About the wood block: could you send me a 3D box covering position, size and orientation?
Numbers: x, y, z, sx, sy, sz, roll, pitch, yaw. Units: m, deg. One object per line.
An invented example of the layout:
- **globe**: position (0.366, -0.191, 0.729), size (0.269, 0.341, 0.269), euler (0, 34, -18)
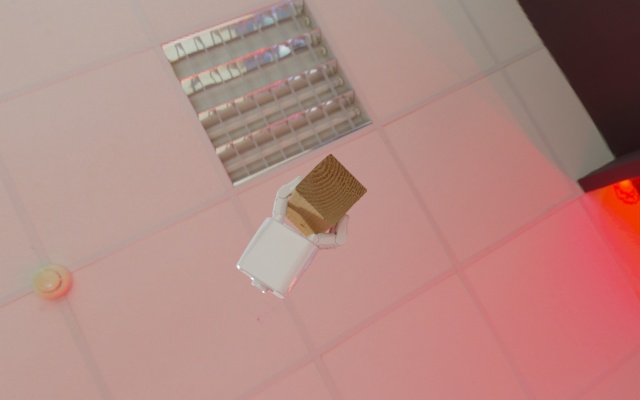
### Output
- **wood block**: position (0.000, 0.003, 0.877), size (0.090, 0.091, 0.206), euler (-45, -1, -16)
